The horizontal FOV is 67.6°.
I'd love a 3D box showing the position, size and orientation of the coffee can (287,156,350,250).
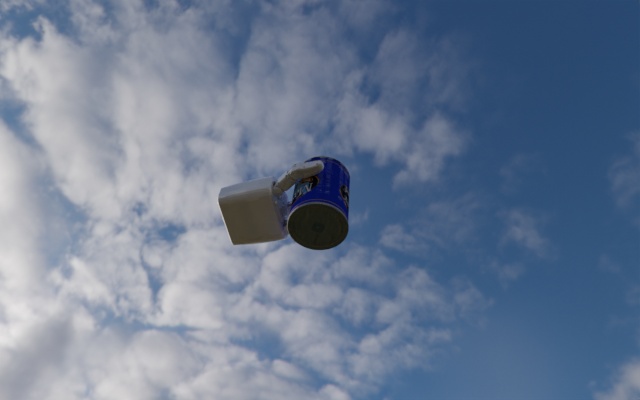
[{"bbox_3d":[0.000,0.003,0.843,0.103,0.103,0.140,0,38,5],"label":"coffee can"}]
